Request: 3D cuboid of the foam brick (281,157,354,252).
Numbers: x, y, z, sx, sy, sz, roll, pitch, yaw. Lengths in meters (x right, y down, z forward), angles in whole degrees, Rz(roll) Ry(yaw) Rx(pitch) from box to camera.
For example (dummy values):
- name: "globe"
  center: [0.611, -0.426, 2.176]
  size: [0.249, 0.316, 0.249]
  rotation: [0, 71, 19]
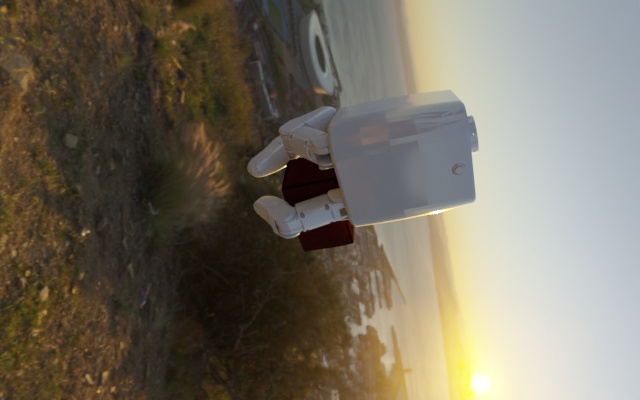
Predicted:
- name: "foam brick"
  center: [0.000, 0.002, 0.458]
  size: [0.051, 0.078, 0.053]
  rotation: [-10, 34, 11]
